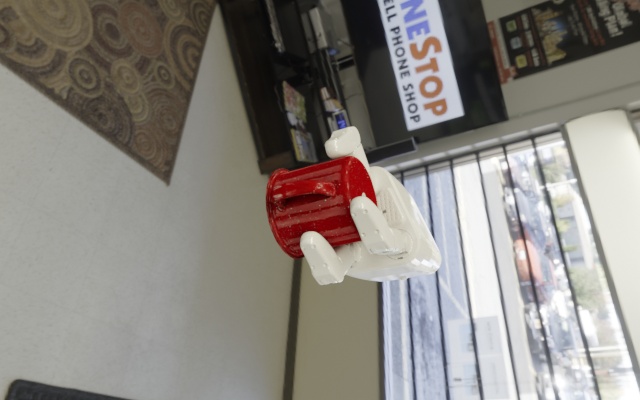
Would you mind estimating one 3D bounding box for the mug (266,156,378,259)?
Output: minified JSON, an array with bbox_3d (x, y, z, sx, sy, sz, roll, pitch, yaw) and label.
[{"bbox_3d":[0.000,0.001,0.453,0.081,0.093,0.117,-13,-21,24],"label":"mug"}]
